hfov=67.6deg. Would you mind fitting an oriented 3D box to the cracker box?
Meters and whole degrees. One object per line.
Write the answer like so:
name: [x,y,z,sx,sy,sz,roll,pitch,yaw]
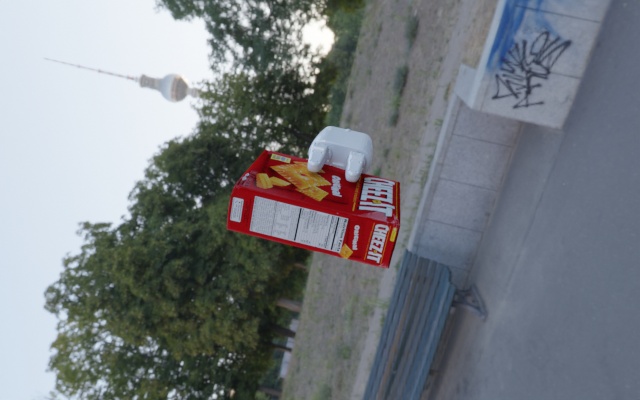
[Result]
cracker box: [0.000,0.002,0.659,0.213,0.072,0.164,13,23,4]
